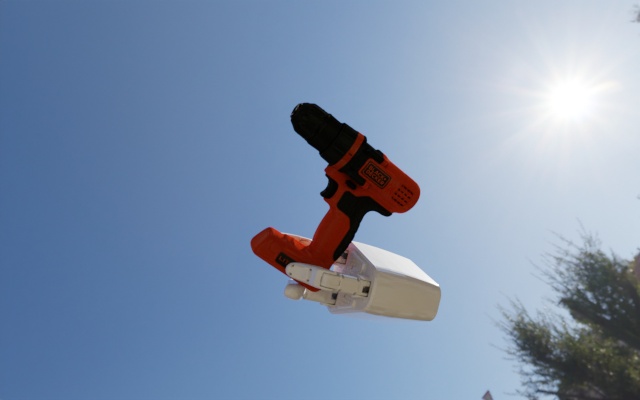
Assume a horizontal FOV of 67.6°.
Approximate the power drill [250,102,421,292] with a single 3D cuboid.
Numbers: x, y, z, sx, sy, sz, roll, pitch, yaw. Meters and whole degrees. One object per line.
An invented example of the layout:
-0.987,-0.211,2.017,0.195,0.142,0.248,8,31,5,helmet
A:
0.000,0.002,0.571,0.184,0.188,0.057,37,10,-13,power drill
